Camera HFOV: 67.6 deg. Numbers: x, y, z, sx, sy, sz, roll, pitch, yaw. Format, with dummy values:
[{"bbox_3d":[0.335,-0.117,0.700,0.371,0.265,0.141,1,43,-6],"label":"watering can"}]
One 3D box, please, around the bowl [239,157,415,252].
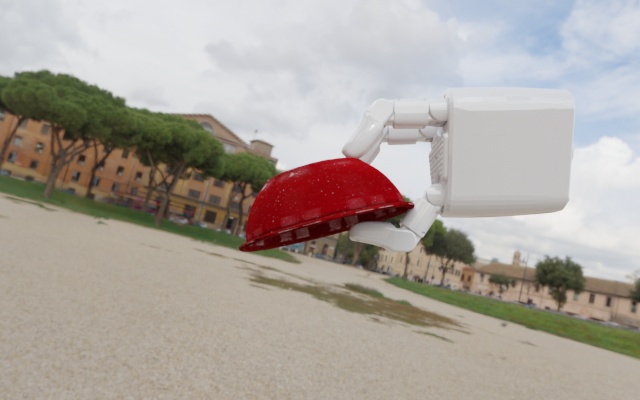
[{"bbox_3d":[-0.001,0.001,0.434,0.162,0.055,0.162,-14,-8,-2],"label":"bowl"}]
